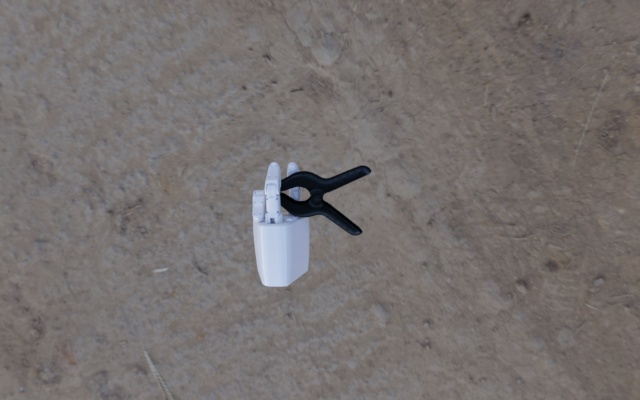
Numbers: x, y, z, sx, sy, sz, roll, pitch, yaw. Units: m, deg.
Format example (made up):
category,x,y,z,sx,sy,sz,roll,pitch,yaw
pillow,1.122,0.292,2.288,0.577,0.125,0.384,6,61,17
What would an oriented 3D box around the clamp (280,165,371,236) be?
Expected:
category,x,y,z,sx,sy,sz,roll,pitch,yaw
clamp,0.000,0.003,0.800,0.171,0.120,0.039,-1,10,4
